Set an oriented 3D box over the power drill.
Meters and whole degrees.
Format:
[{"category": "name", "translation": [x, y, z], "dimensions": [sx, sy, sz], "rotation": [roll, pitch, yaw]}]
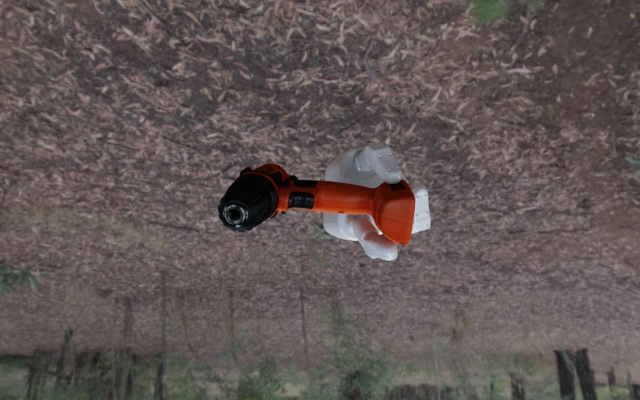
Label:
[{"category": "power drill", "translation": [0.001, 0.002, 0.499], "dimensions": [0.187, 0.057, 0.184], "rotation": [9, 14, 3]}]
